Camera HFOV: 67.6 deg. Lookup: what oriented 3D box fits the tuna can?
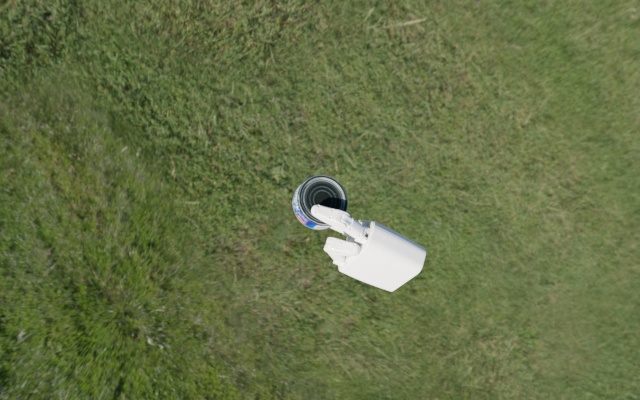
[{"bbox_3d":[0.000,0.002,0.770,0.086,0.086,0.034,0,-14,-17],"label":"tuna can"}]
